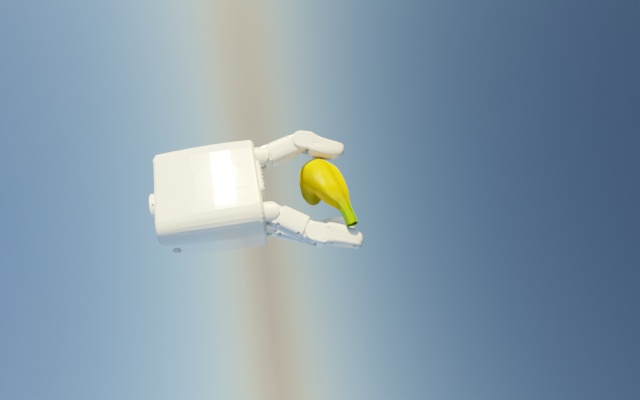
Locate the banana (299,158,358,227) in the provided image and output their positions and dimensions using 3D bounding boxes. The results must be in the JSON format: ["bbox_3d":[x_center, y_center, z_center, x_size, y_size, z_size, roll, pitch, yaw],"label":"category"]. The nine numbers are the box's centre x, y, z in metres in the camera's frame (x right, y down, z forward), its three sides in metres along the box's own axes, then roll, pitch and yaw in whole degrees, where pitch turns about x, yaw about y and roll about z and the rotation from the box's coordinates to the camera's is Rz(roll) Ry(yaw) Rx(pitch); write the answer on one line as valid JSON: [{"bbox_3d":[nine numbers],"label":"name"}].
[{"bbox_3d":[-0.002,-0.016,0.563,0.037,0.069,0.198,-11,9,-9],"label":"banana"}]
